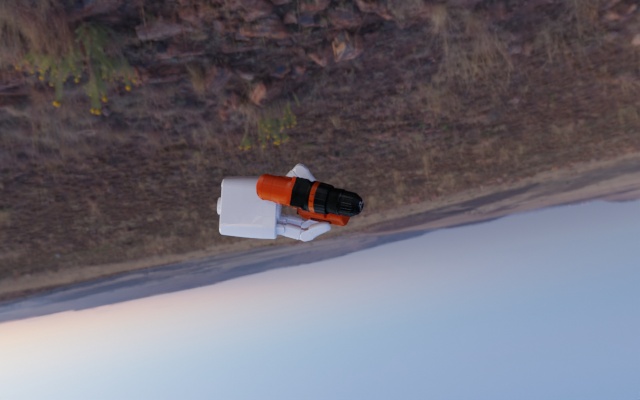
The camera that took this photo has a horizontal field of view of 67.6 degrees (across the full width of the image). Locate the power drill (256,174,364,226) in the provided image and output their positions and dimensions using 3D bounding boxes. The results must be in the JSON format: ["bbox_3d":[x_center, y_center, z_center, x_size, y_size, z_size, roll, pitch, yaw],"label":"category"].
[{"bbox_3d":[0.000,0.003,0.845,0.184,0.057,0.188,14,-7,18],"label":"power drill"}]
